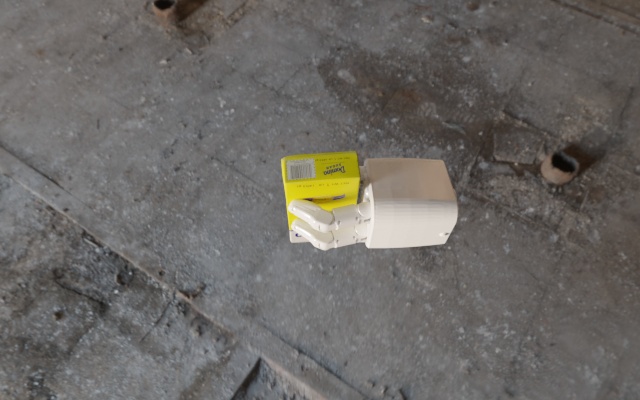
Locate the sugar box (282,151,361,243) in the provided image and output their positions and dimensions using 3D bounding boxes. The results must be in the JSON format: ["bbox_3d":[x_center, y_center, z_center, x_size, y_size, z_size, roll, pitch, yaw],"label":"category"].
[{"bbox_3d":[0.000,0.003,0.641,0.093,0.048,0.176,-4,-31,-2],"label":"sugar box"}]
